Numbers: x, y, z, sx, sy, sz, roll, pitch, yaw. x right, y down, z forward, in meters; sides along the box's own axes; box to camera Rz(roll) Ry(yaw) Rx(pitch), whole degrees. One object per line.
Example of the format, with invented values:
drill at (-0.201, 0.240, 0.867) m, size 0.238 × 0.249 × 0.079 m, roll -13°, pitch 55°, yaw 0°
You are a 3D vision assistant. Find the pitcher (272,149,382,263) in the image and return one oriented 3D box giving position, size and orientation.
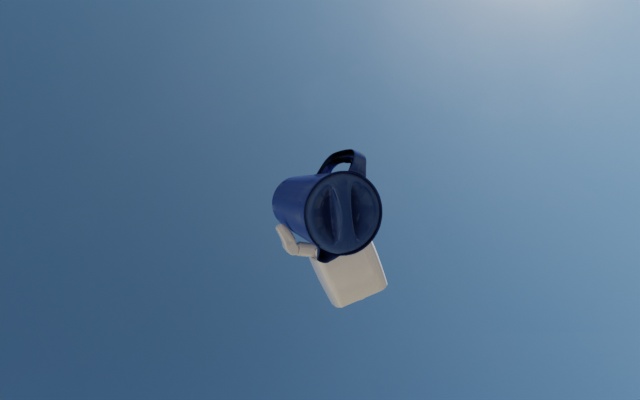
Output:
pitcher at (0.000, 0.003, 0.842) m, size 0.149 × 0.145 × 0.243 m, roll -28°, pitch 14°, yaw -17°
